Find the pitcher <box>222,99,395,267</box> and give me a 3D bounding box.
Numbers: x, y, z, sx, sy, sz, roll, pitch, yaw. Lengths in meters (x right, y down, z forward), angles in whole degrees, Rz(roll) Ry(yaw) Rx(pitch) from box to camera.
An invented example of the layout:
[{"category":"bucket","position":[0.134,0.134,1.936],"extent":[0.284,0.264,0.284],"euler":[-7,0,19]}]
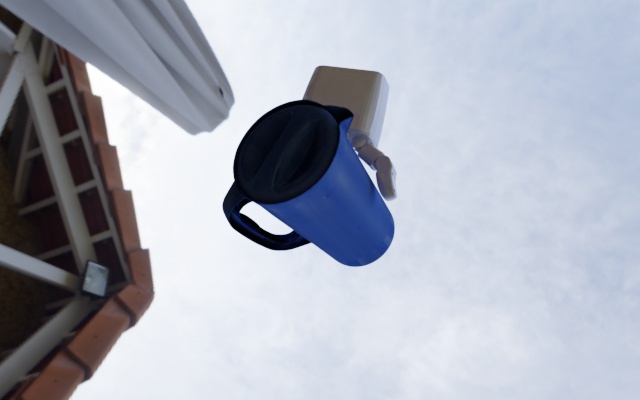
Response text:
[{"category":"pitcher","position":[0.000,0.002,0.607],"extent":[0.149,0.145,0.243],"euler":[0,-27,29]}]
